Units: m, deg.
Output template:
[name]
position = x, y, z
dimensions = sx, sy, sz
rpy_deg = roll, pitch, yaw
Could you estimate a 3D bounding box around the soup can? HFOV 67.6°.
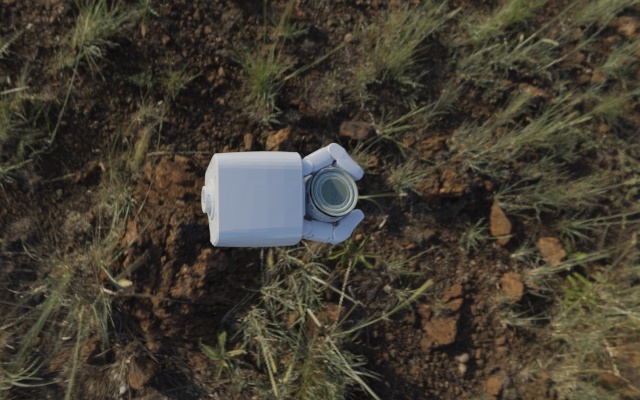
[soup can]
position = 0.001, 0.002, 0.643
dimensions = 0.068, 0.068, 0.102
rpy_deg = 0, -16, -22
